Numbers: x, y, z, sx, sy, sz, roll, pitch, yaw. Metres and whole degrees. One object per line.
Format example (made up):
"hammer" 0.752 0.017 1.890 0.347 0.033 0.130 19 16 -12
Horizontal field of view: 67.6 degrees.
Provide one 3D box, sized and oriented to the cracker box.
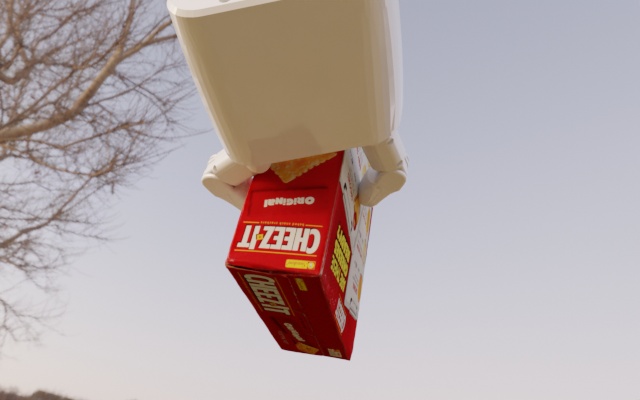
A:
"cracker box" 0.000 0.001 0.403 0.072 0.213 0.164 3 -35 14
